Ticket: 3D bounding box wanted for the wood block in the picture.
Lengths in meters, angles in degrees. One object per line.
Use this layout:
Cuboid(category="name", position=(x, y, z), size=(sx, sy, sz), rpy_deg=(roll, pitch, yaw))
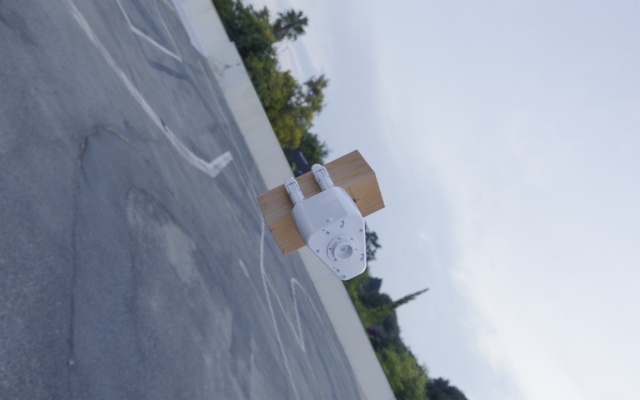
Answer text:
Cuboid(category="wood block", position=(0.000, 0.003, 0.874), size=(0.206, 0.091, 0.090), rpy_deg=(-25, 39, -3))
